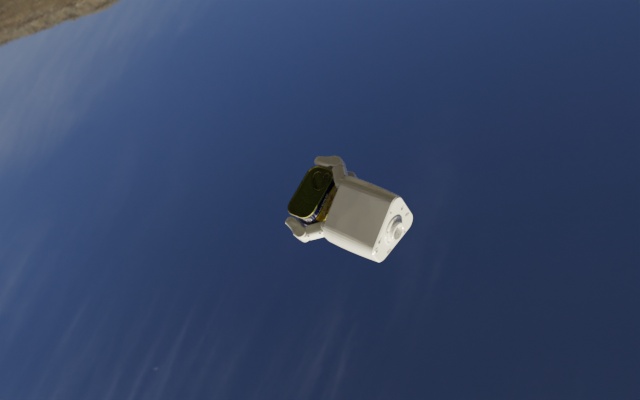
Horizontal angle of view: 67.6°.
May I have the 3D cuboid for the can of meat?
[{"bbox_3d":[0.000,0.003,0.860,0.057,0.102,0.084,19,-17,37],"label":"can of meat"}]
